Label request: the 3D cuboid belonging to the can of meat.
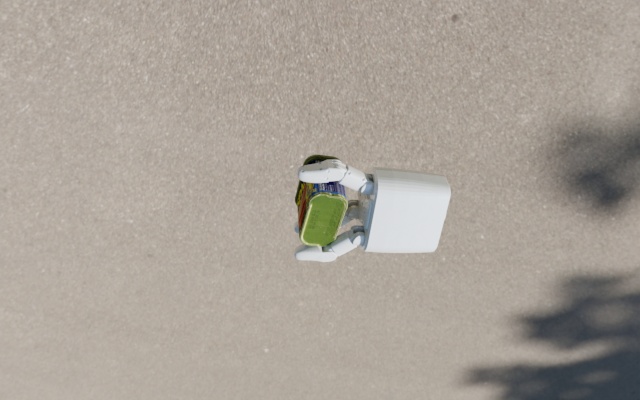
[{"bbox_3d":[0.000,0.002,0.665,0.057,0.102,0.083,6,40,-12],"label":"can of meat"}]
